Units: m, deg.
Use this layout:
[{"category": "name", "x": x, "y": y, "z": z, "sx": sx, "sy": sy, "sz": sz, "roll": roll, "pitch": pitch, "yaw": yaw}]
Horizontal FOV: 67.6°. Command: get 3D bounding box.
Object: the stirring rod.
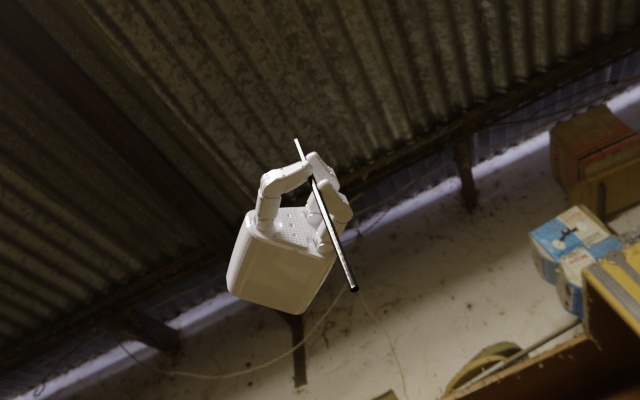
[{"category": "stirring rod", "x": 0.000, "y": 0.002, "z": 0.493, "sx": 0.011, "sy": 0.011, "sz": 0.239, "roll": 0, "pitch": 38, "yaw": -18}]
